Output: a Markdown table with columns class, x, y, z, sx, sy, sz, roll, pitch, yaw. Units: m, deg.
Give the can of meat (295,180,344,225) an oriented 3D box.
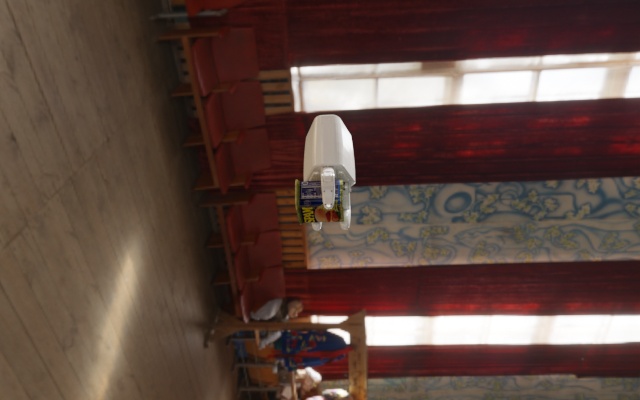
| class | x | y | z | sx | sy | sz | roll | pitch | yaw |
| --- | --- | --- | --- | --- | --- | --- | --- | --- | --- |
| can of meat | 0.000 | 0.003 | 0.873 | 0.084 | 0.057 | 0.102 | -2 | -26 | 3 |
